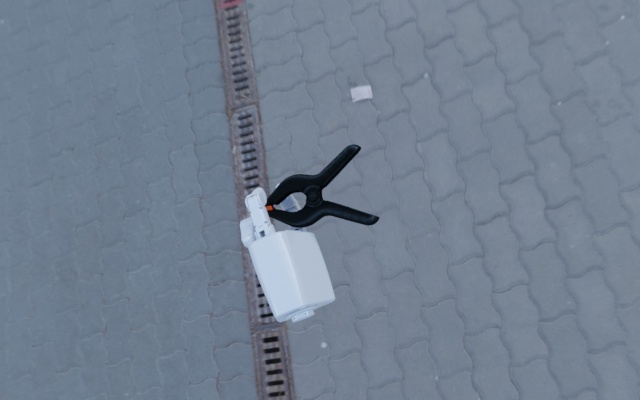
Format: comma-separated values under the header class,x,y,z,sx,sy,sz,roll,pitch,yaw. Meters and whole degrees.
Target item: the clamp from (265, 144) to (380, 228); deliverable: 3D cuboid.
class,x,y,z,sx,sy,sz,roll,pitch,yaw
clamp,0.000,0.002,0.697,0.171,0.120,0.039,-24,-16,8
